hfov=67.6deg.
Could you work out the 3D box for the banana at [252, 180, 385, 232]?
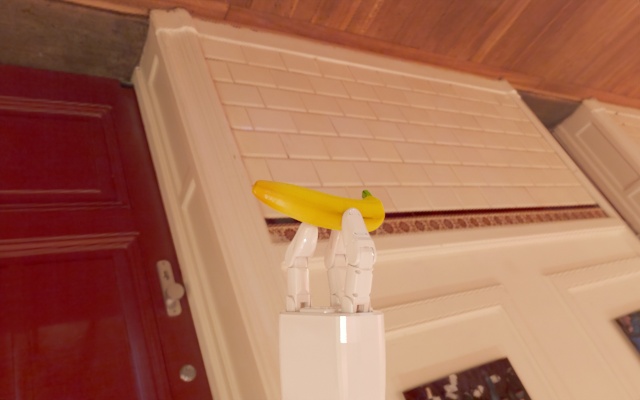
[{"bbox_3d":[0.015,0.009,0.514,0.069,0.037,0.198,27,13,37],"label":"banana"}]
